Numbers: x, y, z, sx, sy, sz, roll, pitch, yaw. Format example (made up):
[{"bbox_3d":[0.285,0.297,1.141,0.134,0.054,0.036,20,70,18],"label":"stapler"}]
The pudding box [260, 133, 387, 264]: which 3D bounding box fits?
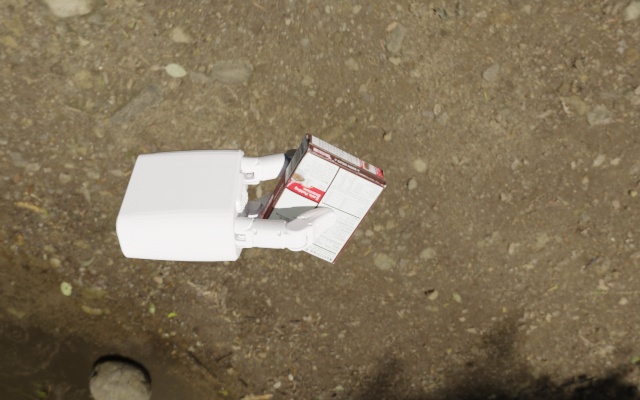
[{"bbox_3d":[0.000,0.002,0.488,0.090,0.113,0.039,24,30,-15],"label":"pudding box"}]
